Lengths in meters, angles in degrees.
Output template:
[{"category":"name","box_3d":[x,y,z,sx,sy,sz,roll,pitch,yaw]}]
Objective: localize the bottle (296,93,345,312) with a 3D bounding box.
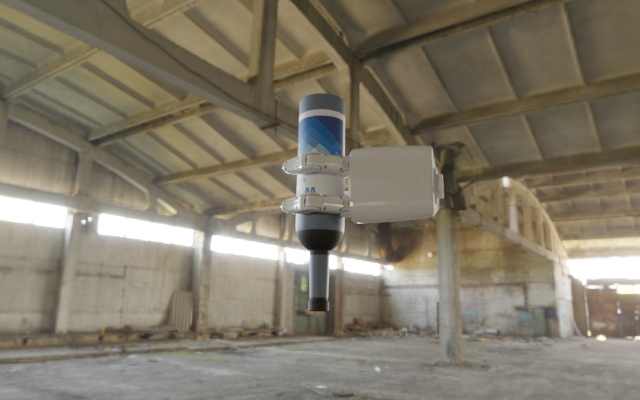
[{"category":"bottle","box_3d":[0.000,0.002,0.659,0.069,0.295,0.069,1,-13,0]}]
